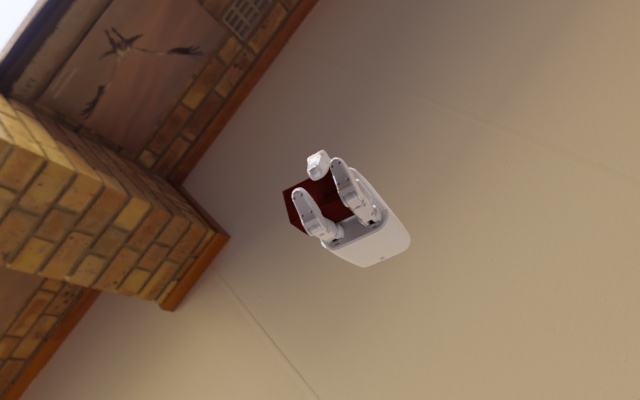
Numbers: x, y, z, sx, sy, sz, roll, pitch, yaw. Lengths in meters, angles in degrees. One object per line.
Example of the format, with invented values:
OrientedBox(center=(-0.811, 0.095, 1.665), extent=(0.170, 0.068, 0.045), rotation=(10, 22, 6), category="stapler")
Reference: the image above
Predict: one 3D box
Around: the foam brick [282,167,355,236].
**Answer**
OrientedBox(center=(0.000, 0.002, 0.616), extent=(0.078, 0.053, 0.051), rotation=(-26, -34, 18), category="foam brick")
